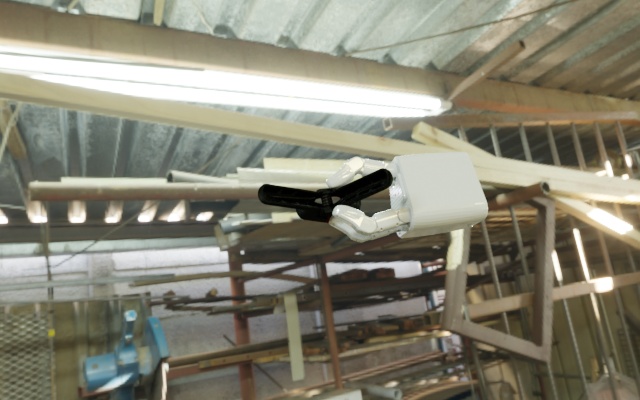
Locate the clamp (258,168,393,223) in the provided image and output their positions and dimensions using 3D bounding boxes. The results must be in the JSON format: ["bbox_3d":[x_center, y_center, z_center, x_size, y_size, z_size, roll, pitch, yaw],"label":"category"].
[{"bbox_3d":[0.000,0.001,0.662,0.164,0.036,0.210,-5,-13,-5],"label":"clamp"}]
